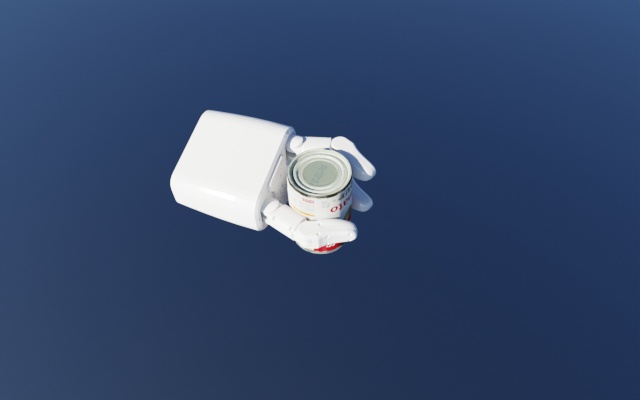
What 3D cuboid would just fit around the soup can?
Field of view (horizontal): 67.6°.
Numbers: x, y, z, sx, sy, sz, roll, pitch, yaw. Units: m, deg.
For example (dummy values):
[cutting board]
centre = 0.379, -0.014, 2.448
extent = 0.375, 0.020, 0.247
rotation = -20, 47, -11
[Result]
[soup can]
centre = 0.001, 0.002, 0.515
extent = 0.068, 0.068, 0.102
rotation = 0, -39, 1
